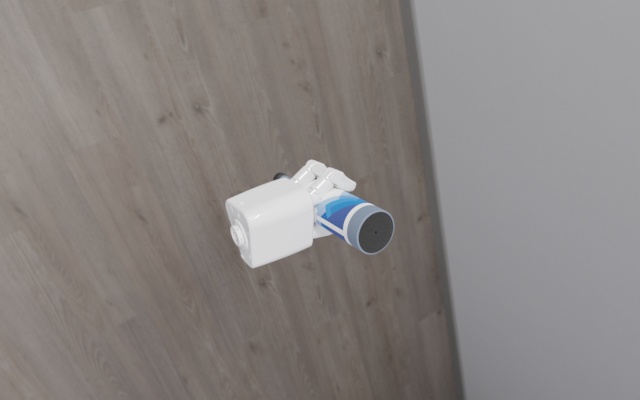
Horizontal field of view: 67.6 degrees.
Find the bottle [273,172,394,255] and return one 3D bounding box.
[{"bbox_3d":[0.000,0.003,0.783,0.069,0.069,0.295,0,17,-34],"label":"bottle"}]
